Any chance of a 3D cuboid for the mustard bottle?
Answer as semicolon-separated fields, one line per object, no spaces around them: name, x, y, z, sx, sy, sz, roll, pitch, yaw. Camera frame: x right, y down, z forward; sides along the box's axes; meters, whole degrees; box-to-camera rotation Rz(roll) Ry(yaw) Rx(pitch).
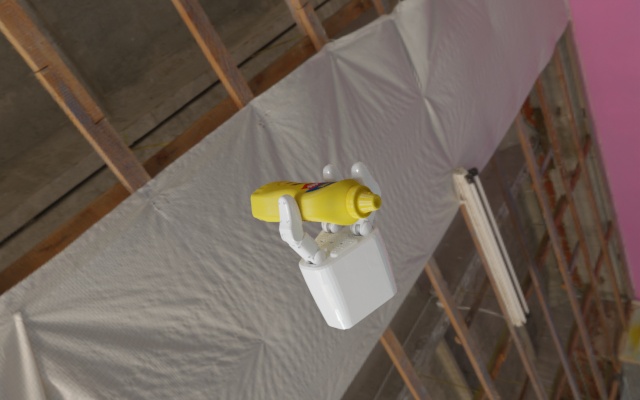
mustard bottle;0.000;0.002;0.631;0.096;0.058;0.191;-9;7;-44
